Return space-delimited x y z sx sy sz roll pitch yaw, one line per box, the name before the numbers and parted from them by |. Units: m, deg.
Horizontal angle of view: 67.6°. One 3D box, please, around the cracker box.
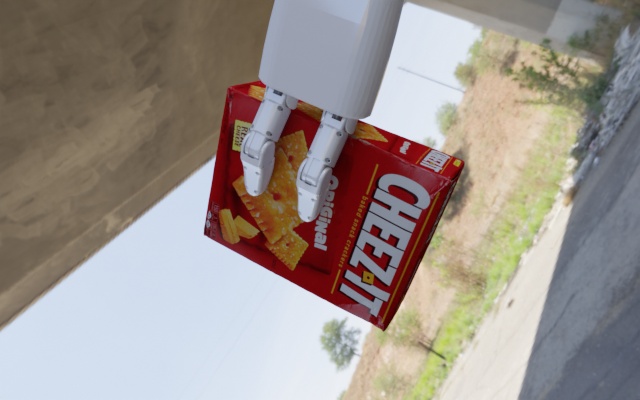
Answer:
cracker box | 0.000 0.001 0.454 0.213 0.164 0.072 25 28 16
